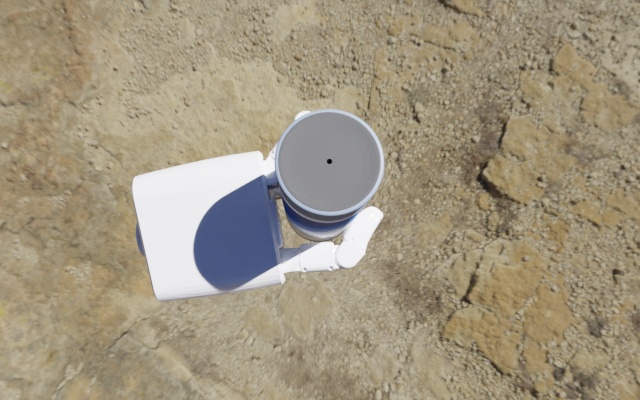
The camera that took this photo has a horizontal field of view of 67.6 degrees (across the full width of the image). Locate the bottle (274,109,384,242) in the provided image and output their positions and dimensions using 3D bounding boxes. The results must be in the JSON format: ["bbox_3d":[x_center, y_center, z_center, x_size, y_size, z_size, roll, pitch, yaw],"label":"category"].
[{"bbox_3d":[0.000,0.001,0.431,0.069,0.069,0.296,0,-10,-2],"label":"bottle"}]
